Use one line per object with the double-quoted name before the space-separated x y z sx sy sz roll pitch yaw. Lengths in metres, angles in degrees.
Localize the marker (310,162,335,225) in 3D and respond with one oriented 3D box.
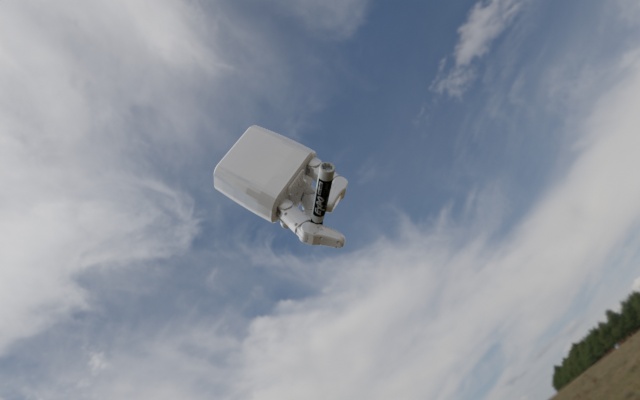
"marker" 0.000 0.002 0.604 0.020 0.020 0.121 0 -43 -11
